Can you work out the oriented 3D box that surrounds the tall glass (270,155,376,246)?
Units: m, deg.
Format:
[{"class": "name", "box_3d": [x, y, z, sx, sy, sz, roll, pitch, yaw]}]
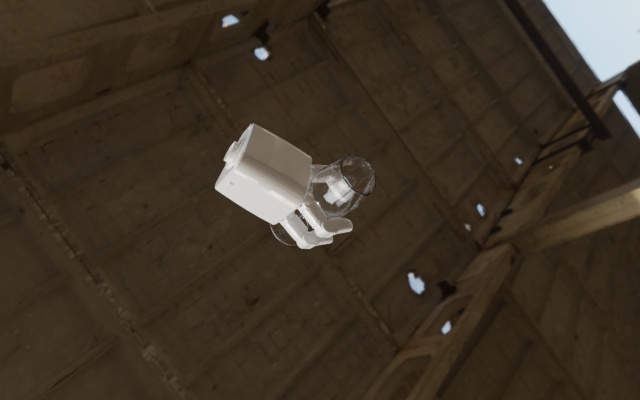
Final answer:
[{"class": "tall glass", "box_3d": [0.000, 0.003, 0.735, 0.079, 0.079, 0.201, 0, -23, -36]}]
